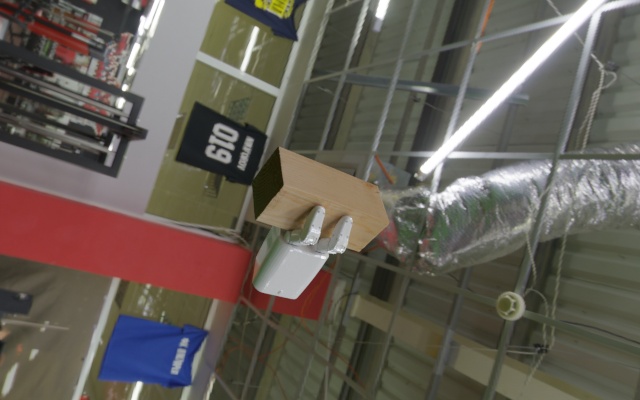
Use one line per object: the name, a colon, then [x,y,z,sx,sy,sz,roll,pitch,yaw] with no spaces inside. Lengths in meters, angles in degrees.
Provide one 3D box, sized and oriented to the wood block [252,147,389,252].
wood block: [0.000,0.003,0.793,0.206,0.090,0.090,19,-51,-30]
